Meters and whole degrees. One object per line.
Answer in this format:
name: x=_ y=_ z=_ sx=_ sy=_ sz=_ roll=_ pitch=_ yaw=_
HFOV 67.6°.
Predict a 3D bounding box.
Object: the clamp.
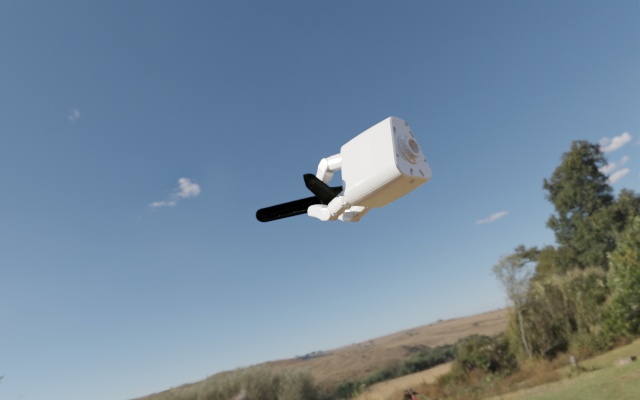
clamp: x=0.000 y=0.002 z=0.844 sx=0.210 sy=0.036 sz=0.164 roll=4 pitch=-25 yaw=-45
